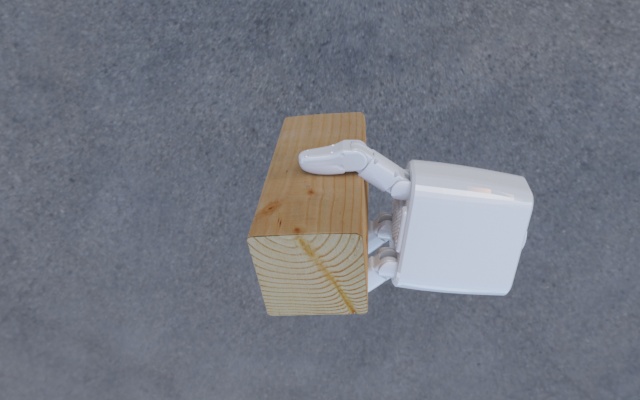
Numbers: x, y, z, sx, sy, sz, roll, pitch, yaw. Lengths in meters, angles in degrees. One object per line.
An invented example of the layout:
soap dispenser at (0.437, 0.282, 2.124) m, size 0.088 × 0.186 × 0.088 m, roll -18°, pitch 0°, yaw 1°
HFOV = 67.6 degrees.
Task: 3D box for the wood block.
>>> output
wood block at (0.000, 0.001, 0.464) m, size 0.090 × 0.091 × 0.206 m, roll -3°, pitch 35°, yaw 7°
